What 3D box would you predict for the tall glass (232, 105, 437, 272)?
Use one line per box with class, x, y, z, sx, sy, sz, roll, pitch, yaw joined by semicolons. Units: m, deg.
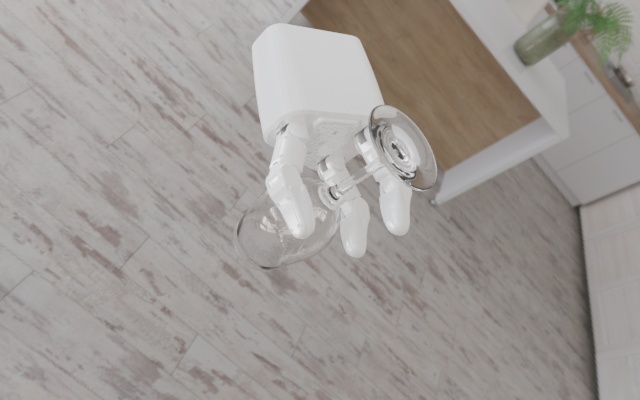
tall glass;0.000;0.001;0.423;0.079;0.079;0.201;0;-26;-45
